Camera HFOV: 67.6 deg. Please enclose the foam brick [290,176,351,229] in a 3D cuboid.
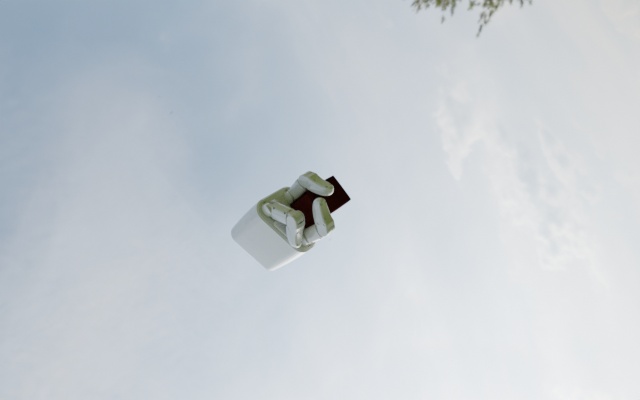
[{"bbox_3d":[0.000,0.003,0.789,0.078,0.053,0.051,-32,-4,-45],"label":"foam brick"}]
